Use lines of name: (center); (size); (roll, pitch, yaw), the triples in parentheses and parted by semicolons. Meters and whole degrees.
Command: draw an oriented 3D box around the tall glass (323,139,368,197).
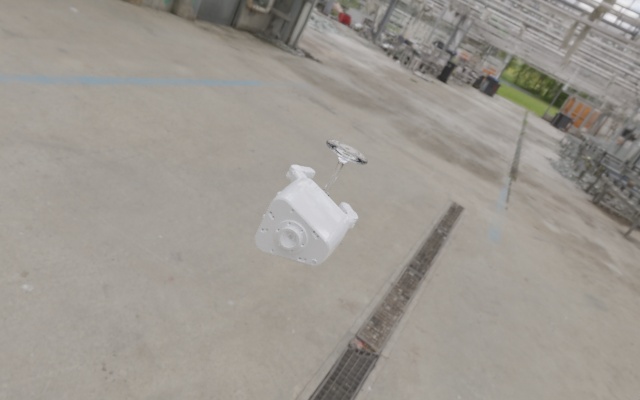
tall glass: (0.001, 0.002, 0.803); (0.079, 0.201, 0.079); (23, 23, -11)
